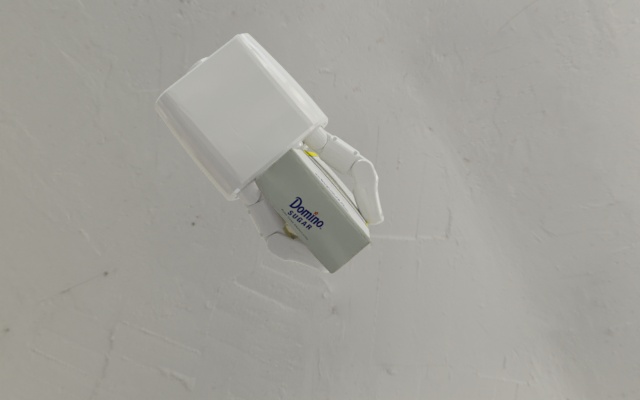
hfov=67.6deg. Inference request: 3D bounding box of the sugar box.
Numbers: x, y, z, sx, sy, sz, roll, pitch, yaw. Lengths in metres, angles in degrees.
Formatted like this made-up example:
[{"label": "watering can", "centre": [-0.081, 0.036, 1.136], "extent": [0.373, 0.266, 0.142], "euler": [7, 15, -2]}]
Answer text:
[{"label": "sugar box", "centre": [0.000, 0.002, 0.432], "extent": [0.048, 0.093, 0.176], "euler": [-40, 0, 9]}]
